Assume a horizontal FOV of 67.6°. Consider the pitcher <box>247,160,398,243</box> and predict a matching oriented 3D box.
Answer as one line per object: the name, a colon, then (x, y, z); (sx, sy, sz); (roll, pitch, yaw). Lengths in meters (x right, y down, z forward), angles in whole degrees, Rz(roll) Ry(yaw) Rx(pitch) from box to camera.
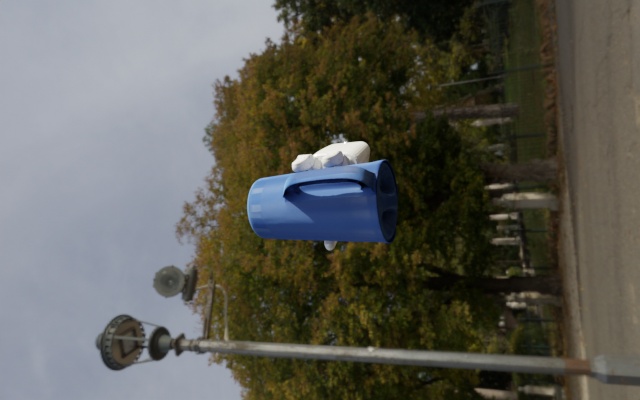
pitcher: (0.000, 0.003, 0.797); (0.243, 0.149, 0.145); (-4, 20, 23)
